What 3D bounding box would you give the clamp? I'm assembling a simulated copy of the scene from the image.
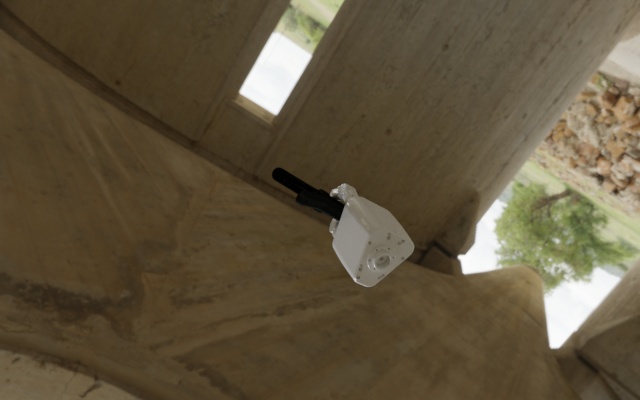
[{"bbox_3d":[0.000,0.003,0.830,0.171,0.039,0.120,26,16,-27],"label":"clamp"}]
